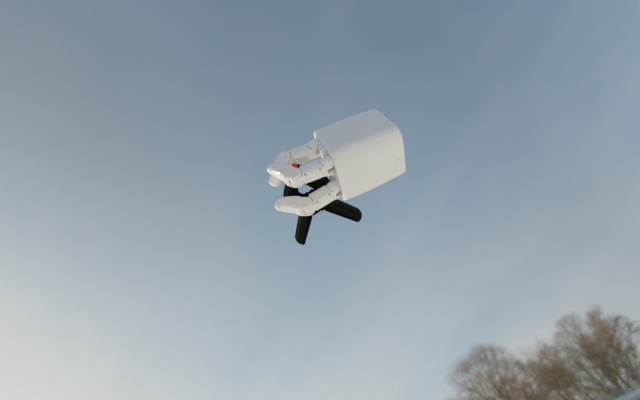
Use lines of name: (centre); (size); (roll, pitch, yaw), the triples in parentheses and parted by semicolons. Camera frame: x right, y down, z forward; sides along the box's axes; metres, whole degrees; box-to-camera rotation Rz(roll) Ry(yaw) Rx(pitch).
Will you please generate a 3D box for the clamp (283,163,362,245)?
clamp: (0.000, 0.002, 0.765); (0.120, 0.039, 0.172); (-22, -40, -4)
